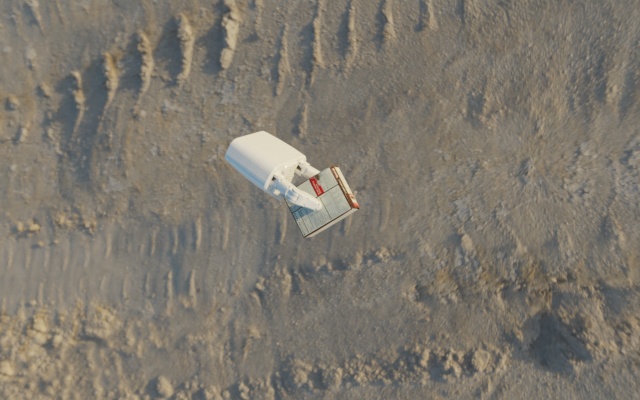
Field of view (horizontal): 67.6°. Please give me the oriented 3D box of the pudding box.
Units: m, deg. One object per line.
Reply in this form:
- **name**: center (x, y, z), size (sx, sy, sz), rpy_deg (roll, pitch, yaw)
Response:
- **pudding box**: center (0.000, 0.003, 0.851), size (0.113, 0.090, 0.039), rpy_deg (-32, -10, 24)
